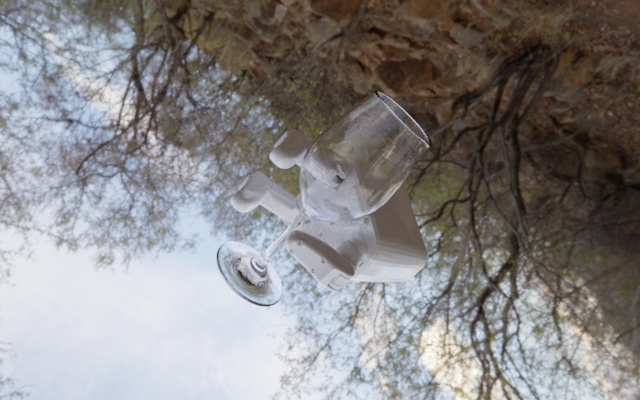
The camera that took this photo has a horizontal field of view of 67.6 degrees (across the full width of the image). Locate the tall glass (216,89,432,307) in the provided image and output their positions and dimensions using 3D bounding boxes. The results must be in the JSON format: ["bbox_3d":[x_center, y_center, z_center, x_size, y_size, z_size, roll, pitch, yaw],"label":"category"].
[{"bbox_3d":[0.000,0.002,0.405,0.201,0.079,0.079,-46,-21,22],"label":"tall glass"}]
